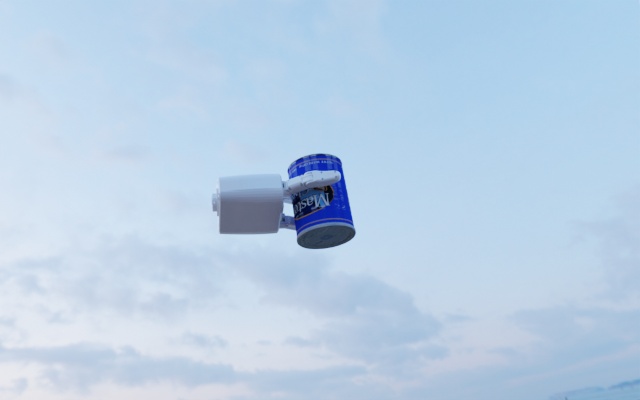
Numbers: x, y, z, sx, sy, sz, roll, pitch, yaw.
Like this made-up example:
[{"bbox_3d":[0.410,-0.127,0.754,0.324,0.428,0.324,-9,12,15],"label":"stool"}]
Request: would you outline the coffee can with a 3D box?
[{"bbox_3d":[0.000,0.003,0.845,0.103,0.140,0.103,-8,-26,-4],"label":"coffee can"}]
